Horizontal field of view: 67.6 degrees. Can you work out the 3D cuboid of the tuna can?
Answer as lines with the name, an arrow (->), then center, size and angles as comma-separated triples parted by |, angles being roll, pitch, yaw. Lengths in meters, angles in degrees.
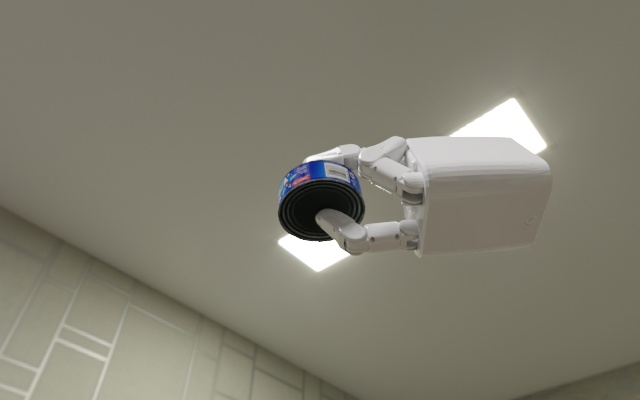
tuna can -> 0.000, 0.001, 0.479 | 0.086, 0.086, 0.033 | 0, 43, -7
